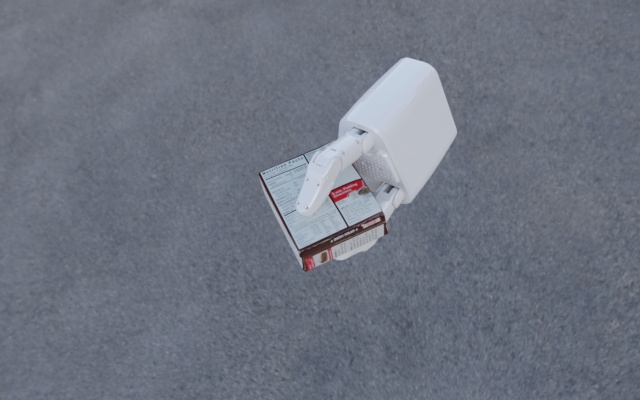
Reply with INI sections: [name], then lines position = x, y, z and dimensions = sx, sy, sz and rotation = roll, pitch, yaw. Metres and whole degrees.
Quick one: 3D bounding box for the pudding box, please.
[pudding box]
position = 0.000, 0.001, 0.465
dimensions = 0.090, 0.113, 0.039
rotation = -24, -39, -8
